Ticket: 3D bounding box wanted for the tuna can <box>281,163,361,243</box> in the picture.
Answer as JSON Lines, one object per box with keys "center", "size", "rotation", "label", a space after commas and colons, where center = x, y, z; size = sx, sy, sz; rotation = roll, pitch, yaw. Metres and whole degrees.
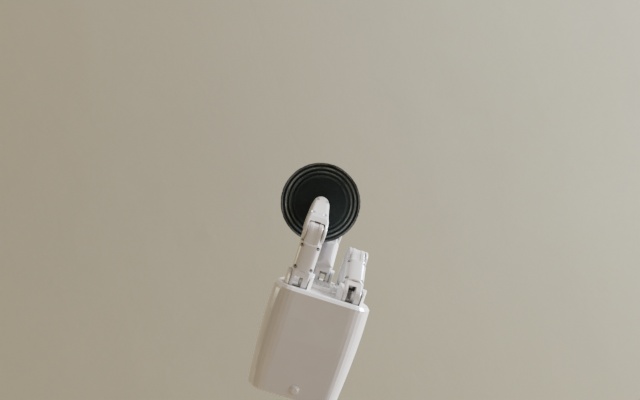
{"center": [0.000, 0.002, 0.526], "size": [0.086, 0.086, 0.034], "rotation": [0, 3, 0], "label": "tuna can"}
